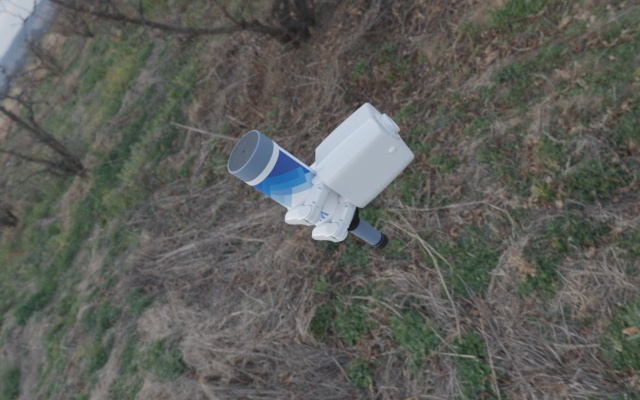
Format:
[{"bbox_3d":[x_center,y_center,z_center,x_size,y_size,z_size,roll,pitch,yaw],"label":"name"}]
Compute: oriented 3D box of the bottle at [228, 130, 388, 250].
[{"bbox_3d":[0.000,0.002,0.710,0.296,0.069,0.069,33,-20,-34],"label":"bottle"}]
